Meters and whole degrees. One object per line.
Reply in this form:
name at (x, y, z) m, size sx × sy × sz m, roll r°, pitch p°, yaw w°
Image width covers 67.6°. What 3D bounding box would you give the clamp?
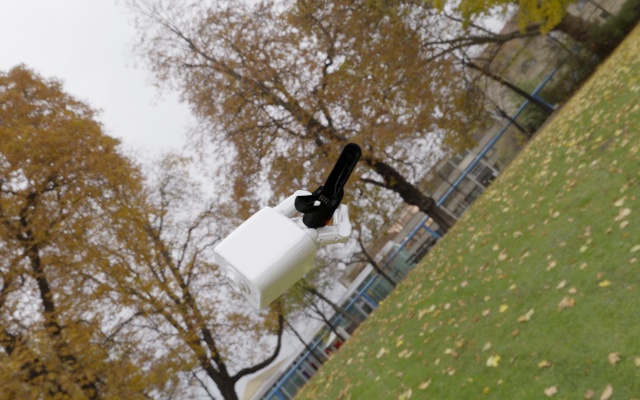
clamp at (0.000, 0.002, 0.667) m, size 0.120 × 0.039 × 0.172 m, roll -38°, pitch -19°, yaw -27°
